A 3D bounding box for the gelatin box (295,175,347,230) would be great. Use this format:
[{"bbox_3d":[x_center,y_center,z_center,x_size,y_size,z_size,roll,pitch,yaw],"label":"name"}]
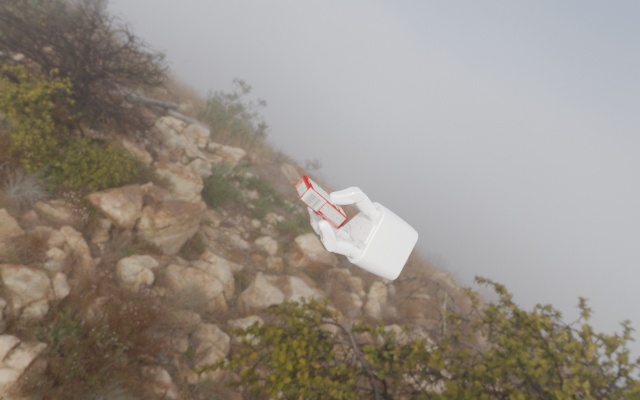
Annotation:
[{"bbox_3d":[0.000,0.002,0.813,0.089,0.030,0.073,40,9,-21],"label":"gelatin box"}]
